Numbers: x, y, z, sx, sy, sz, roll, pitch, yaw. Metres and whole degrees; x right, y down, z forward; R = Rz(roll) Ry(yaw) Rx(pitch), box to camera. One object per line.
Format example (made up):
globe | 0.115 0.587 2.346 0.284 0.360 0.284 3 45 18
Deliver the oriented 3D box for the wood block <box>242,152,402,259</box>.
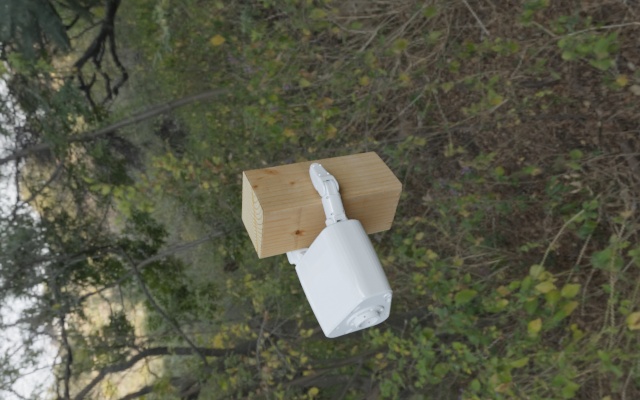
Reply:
wood block | 0.000 0.002 0.687 0.206 0.091 0.090 -11 44 -22
